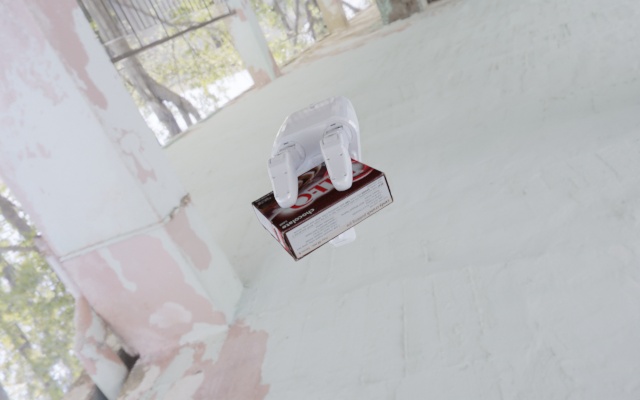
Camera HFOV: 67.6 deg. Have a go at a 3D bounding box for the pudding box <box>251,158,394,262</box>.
[{"bbox_3d":[0.000,0.002,0.465,0.113,0.039,0.090,-32,27,-13],"label":"pudding box"}]
